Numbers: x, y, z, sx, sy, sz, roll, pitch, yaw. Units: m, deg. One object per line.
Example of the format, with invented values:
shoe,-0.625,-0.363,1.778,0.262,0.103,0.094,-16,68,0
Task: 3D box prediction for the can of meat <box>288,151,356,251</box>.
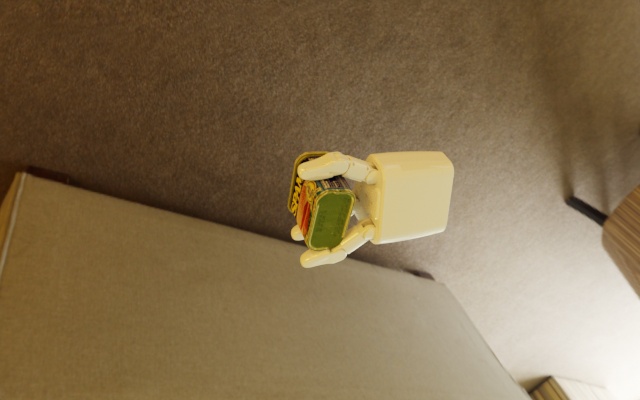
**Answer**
can of meat,0.000,0.002,0.616,0.057,0.102,0.084,-4,39,-21
